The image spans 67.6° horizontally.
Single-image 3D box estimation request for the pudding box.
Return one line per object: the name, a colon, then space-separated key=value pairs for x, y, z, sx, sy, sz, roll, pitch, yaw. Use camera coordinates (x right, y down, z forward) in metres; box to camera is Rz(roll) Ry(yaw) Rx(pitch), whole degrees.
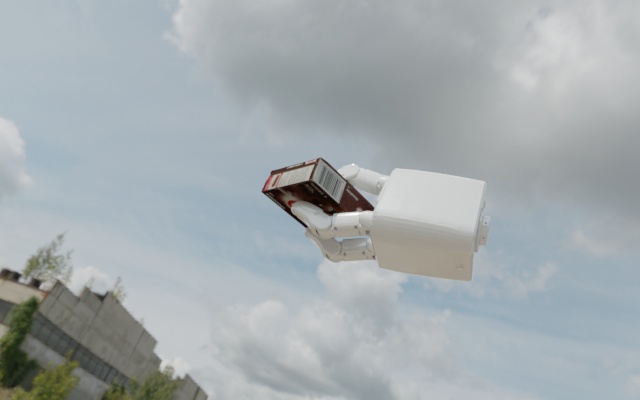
pudding box: x=0.000 y=0.002 z=0.574 sx=0.090 sy=0.039 sz=0.113 roll=-12 pitch=-45 yaw=44
